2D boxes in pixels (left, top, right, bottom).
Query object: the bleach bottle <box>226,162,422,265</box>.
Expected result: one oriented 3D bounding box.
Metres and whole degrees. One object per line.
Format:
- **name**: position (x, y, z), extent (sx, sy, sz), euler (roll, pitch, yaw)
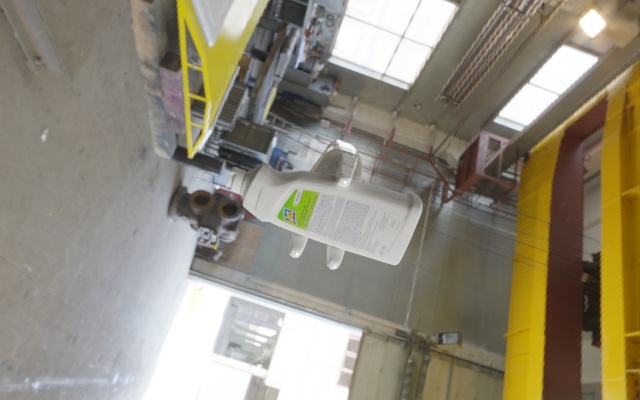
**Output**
- **bleach bottle**: position (0.000, 0.002, 0.642), extent (0.251, 0.102, 0.068), euler (19, 16, -4)
